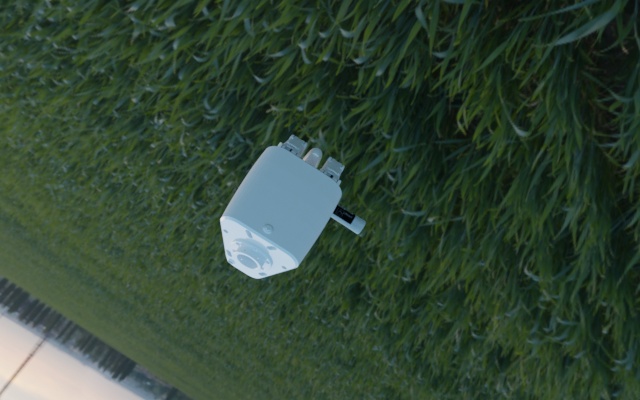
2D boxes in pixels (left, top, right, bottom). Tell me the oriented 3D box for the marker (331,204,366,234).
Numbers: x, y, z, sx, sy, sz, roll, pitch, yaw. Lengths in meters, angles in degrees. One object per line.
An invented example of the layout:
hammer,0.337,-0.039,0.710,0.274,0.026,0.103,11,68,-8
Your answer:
marker,0.000,0.002,0.585,0.121,0.020,0.020,32,-2,-3
